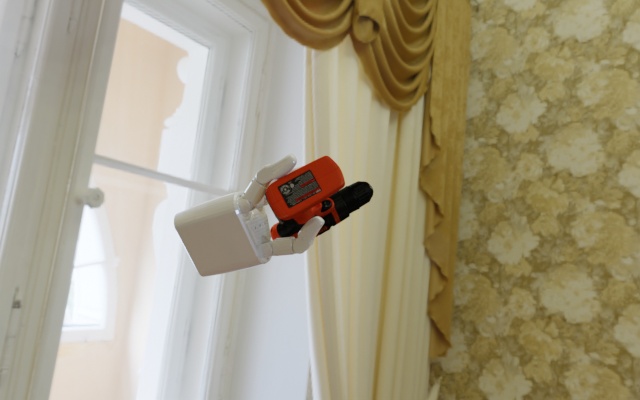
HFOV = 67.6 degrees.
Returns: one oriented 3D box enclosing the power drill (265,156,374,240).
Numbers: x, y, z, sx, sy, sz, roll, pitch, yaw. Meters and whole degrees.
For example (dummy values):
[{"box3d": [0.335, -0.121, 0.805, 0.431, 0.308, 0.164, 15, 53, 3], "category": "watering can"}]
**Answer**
[{"box3d": [0.000, 0.002, 0.715, 0.184, 0.057, 0.188, -30, -19, -6], "category": "power drill"}]
